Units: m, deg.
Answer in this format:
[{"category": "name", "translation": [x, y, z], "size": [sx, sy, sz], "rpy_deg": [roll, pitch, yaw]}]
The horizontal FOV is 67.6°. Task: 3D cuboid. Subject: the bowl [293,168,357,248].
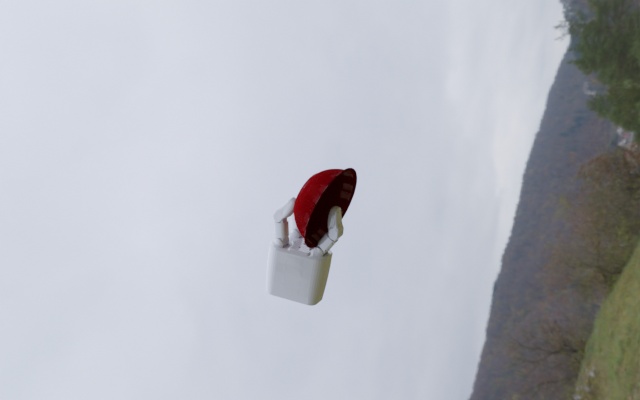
[{"category": "bowl", "translation": [0.000, 0.001, 0.859], "size": [0.055, 0.162, 0.162], "rpy_deg": [30, 12, 21]}]
